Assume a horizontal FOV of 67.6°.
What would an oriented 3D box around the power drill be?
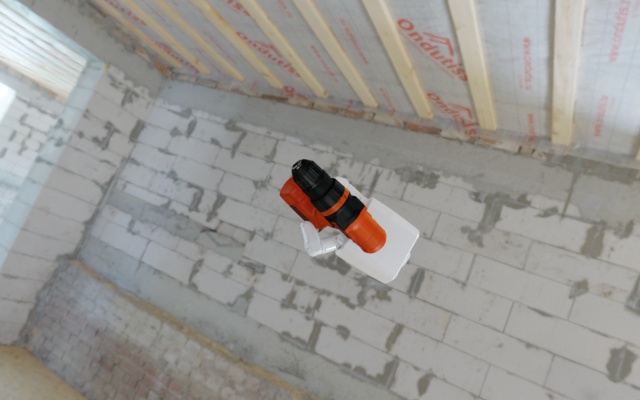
[{"bbox_3d":[0.000,0.003,0.749,0.184,0.057,0.187,46,-11,-21],"label":"power drill"}]
